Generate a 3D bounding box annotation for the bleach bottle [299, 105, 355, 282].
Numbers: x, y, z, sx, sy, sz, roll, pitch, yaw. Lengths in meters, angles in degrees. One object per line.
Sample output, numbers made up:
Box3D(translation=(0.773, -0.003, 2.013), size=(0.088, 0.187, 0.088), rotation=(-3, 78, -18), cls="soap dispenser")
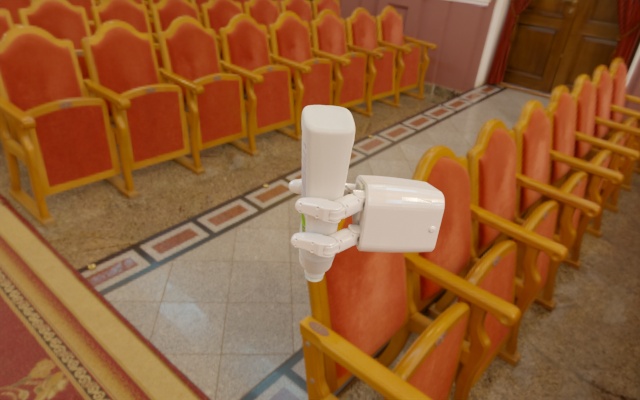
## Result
Box3D(translation=(0.000, 0.002, 0.671), size=(0.068, 0.251, 0.102), rotation=(2, 30, -5), cls="bleach bottle")
